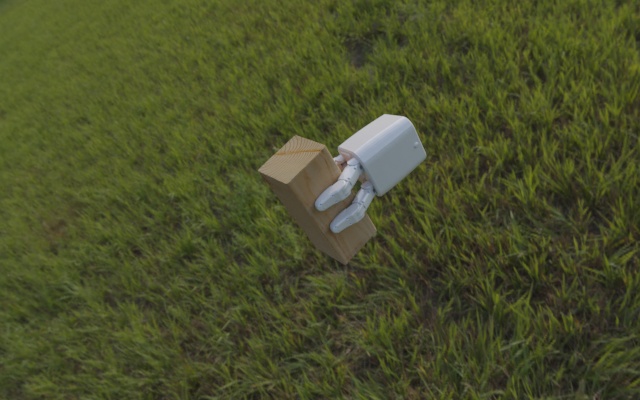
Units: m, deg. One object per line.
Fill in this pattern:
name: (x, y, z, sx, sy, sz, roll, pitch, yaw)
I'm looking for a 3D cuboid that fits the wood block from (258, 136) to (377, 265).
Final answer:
wood block: (0.000, 0.002, 0.805, 0.090, 0.090, 0.206, 26, -23, 50)
